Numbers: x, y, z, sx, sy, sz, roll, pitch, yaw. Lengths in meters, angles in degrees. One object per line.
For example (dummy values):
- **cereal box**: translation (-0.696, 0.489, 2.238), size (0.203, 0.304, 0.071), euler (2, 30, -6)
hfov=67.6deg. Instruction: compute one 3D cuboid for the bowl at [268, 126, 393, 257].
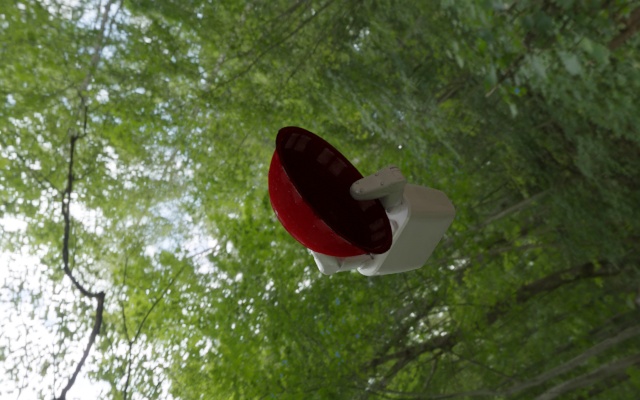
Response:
- **bowl**: translation (-0.001, 0.001, 0.489), size (0.055, 0.162, 0.162), euler (-41, -20, 24)
